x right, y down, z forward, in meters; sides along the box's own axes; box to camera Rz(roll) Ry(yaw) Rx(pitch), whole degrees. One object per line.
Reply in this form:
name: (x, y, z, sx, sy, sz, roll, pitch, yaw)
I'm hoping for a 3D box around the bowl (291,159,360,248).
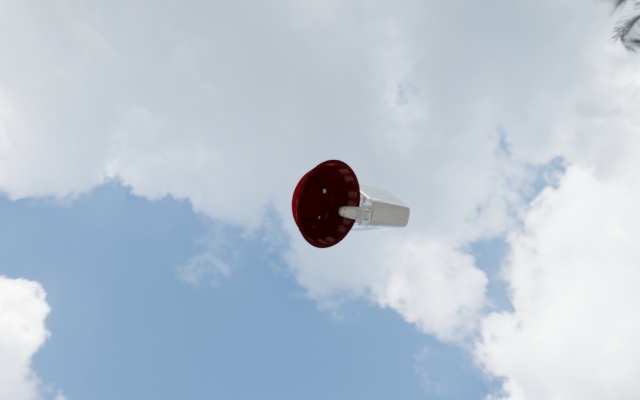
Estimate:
bowl: (-0.001, 0.002, 0.869, 0.162, 0.162, 0.055, 0, 10, -45)
